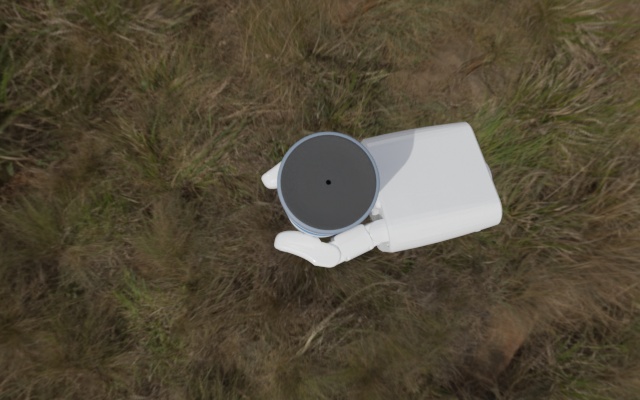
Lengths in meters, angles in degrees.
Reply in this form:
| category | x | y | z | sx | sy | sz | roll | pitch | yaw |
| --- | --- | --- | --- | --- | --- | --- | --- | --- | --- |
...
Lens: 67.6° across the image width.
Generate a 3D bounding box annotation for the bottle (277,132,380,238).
| category | x | y | z | sx | sy | sz | roll | pitch | yaw |
| --- | --- | --- | --- | --- | --- | --- | --- | --- | --- |
| bottle | 0.000 | 0.001 | 0.452 | 0.069 | 0.069 | 0.296 | 0 | -5 | -2 |
